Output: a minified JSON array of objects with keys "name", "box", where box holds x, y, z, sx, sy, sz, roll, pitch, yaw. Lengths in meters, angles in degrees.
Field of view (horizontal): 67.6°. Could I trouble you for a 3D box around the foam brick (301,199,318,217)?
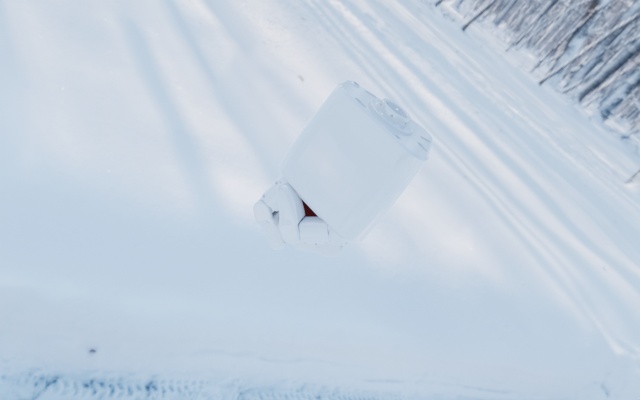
[{"name":"foam brick","box":[0.000,0.002,0.533,0.053,0.051,0.078,37,28,1]}]
